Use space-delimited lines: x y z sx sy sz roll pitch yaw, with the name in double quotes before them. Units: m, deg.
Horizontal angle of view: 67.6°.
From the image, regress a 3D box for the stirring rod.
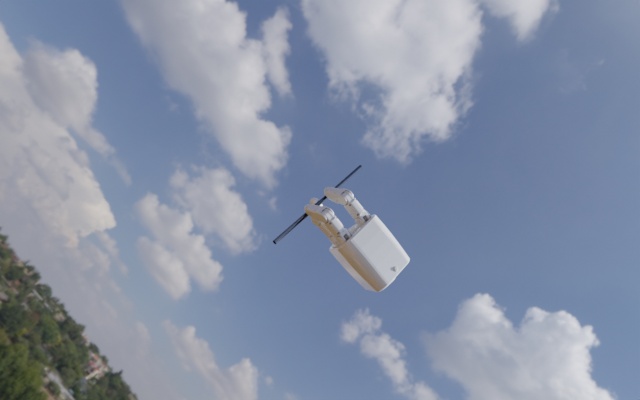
"stirring rod" 0.000 0.003 0.876 0.239 0.011 0.011 -41 23 -29
